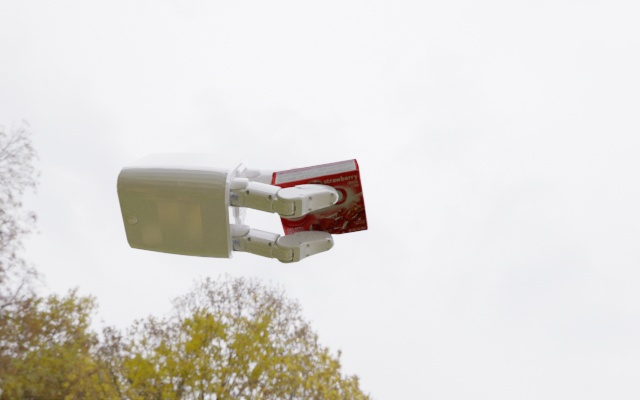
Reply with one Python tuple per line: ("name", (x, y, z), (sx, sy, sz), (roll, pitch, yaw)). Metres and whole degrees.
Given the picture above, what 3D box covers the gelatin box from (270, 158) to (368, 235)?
("gelatin box", (0.000, 0.001, 0.488), (0.089, 0.073, 0.030), (-10, 32, 4))
